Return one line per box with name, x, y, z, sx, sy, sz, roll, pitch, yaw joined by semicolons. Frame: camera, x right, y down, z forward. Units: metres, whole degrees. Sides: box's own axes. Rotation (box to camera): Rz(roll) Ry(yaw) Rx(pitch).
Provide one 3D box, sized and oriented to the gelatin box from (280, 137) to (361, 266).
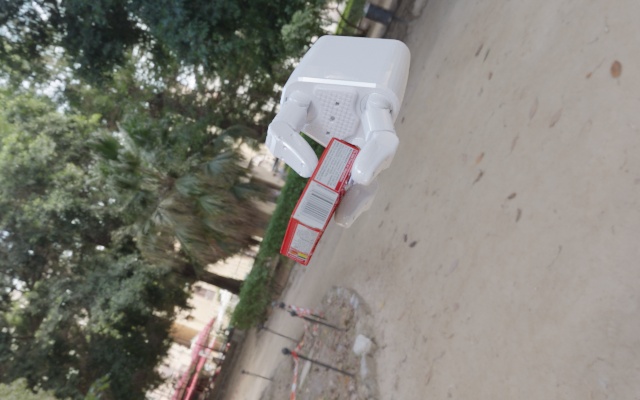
gelatin box;0.000;0.001;0.407;0.030;0.089;0.073;25;-31;1
